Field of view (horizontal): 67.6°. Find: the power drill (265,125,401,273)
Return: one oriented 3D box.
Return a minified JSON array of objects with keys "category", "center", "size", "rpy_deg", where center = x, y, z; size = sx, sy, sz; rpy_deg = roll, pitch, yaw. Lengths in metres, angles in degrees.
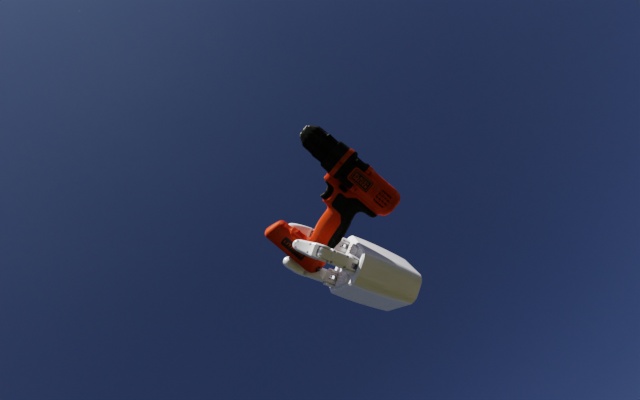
[{"category":"power drill","center":[0.000,0.003,0.737],"size":[0.184,0.188,0.057],"rpy_deg":[41,10,3]}]
